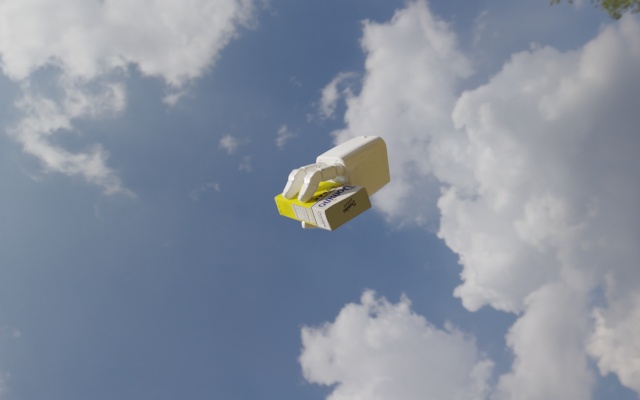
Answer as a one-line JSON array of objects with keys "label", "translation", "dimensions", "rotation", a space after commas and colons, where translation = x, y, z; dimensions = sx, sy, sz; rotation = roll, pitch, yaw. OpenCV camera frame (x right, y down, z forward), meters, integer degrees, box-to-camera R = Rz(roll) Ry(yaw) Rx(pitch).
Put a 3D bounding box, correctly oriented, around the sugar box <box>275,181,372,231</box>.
[{"label": "sugar box", "translation": [0.000, 0.002, 0.860], "dimensions": [0.093, 0.048, 0.176], "rotation": [-30, 20, -27]}]
